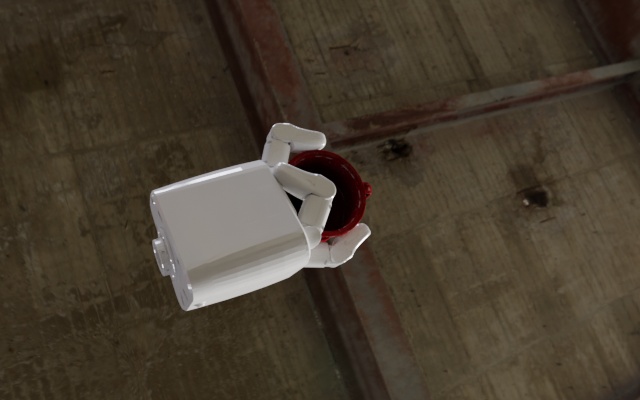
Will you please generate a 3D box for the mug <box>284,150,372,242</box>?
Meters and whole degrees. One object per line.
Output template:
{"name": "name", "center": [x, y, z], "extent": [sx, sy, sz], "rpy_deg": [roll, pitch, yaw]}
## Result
{"name": "mug", "center": [0.001, 0.001, 0.517], "extent": [0.117, 0.093, 0.081], "rpy_deg": [-15, -13, -26]}
